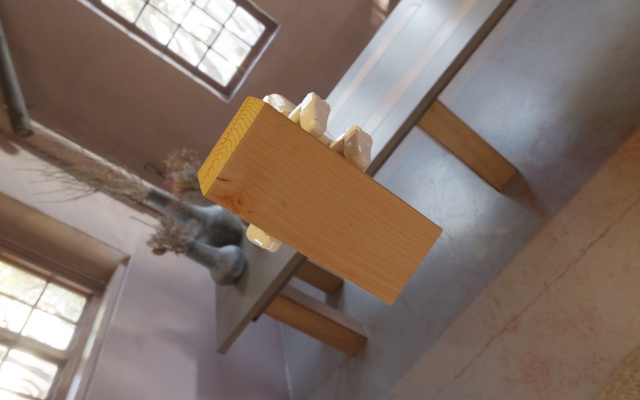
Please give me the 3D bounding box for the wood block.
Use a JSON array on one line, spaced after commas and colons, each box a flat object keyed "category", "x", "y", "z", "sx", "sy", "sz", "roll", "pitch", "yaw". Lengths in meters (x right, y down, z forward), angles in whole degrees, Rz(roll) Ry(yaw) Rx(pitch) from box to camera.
[{"category": "wood block", "x": 0.000, "y": 0.002, "z": 0.449, "sx": 0.206, "sy": 0.091, "sz": 0.090, "roll": 33, "pitch": 3, "yaw": -23}]
